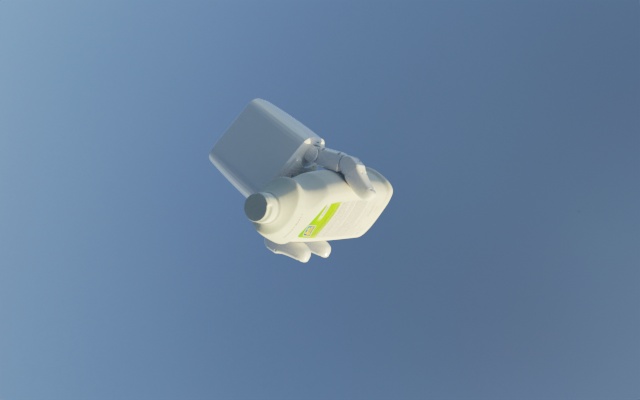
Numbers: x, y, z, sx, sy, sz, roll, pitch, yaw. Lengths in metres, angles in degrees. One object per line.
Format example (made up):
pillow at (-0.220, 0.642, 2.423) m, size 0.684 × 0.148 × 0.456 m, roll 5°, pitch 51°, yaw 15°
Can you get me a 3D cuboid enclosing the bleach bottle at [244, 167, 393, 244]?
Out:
bleach bottle at (0.000, 0.002, 0.575) m, size 0.068 × 0.102 × 0.251 m, roll 39°, pitch 17°, yaw 23°
